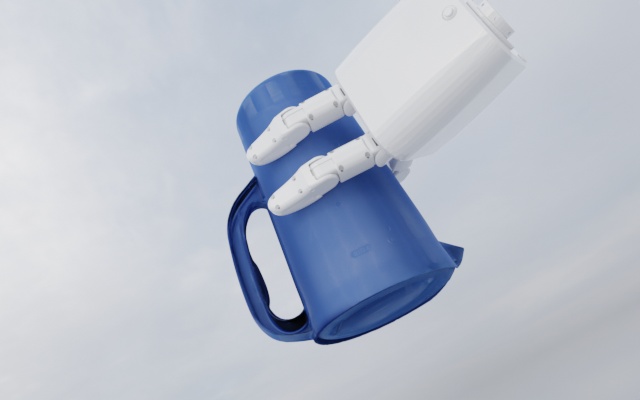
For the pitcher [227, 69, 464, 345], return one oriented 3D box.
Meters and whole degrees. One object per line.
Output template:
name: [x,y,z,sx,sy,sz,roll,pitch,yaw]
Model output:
pitcher: [0.000,0.001,0.440,0.149,0.242,0.145,6,-41,-48]
